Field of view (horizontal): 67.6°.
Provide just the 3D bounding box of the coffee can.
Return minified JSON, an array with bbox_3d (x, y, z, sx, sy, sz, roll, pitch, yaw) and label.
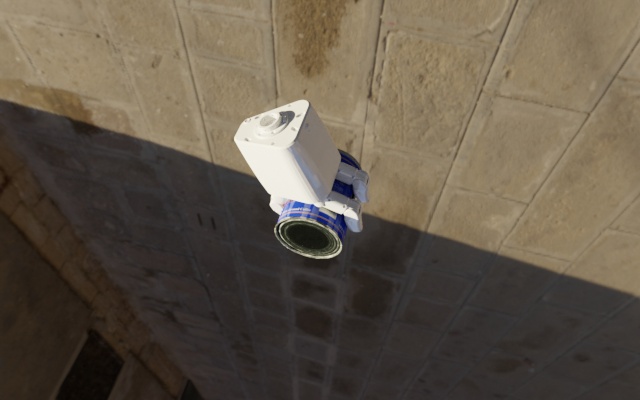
[{"bbox_3d":[0.000,0.002,0.731,0.103,0.140,0.103,12,-35,9],"label":"coffee can"}]
